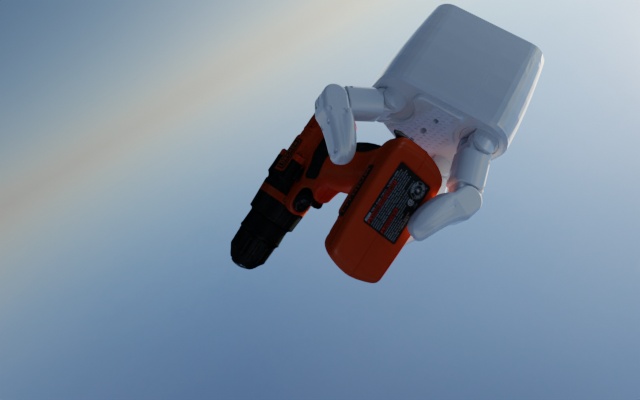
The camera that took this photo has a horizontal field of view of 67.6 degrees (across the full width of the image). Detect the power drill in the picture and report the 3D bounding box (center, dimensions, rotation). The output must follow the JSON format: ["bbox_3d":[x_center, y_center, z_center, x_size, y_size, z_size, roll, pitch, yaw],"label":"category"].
[{"bbox_3d":[0.000,0.001,0.411,0.057,0.184,0.187,34,-4,-30],"label":"power drill"}]
